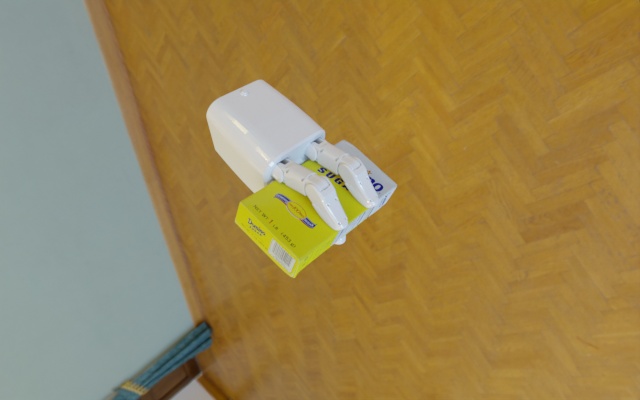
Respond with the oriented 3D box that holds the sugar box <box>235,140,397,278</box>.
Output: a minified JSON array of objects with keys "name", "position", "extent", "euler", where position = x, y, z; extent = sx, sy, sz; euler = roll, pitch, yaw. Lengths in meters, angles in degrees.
[{"name":"sugar box","position":[0.000,0.001,0.547],"extent":[0.176,0.093,0.048],"euler":[-37,-17,-35]}]
